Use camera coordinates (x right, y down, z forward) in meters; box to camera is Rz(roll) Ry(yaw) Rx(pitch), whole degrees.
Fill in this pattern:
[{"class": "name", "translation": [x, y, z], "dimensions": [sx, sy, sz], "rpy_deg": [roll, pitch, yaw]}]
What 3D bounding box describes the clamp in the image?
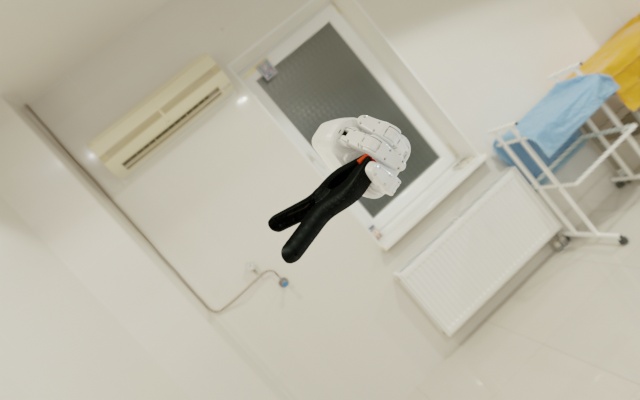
[{"class": "clamp", "translation": [0.000, 0.002, 0.620], "dimensions": [0.171, 0.039, 0.120], "rpy_deg": [-42, 29, -9]}]
